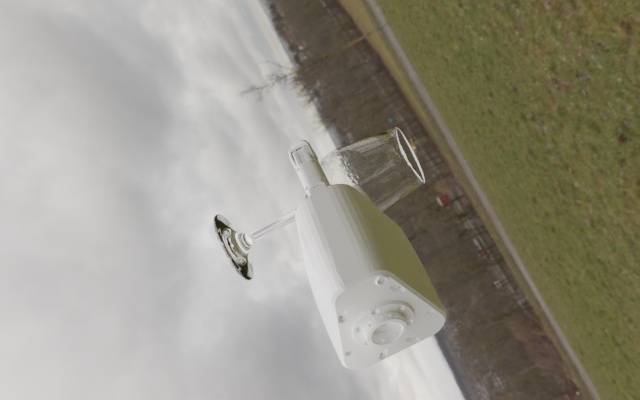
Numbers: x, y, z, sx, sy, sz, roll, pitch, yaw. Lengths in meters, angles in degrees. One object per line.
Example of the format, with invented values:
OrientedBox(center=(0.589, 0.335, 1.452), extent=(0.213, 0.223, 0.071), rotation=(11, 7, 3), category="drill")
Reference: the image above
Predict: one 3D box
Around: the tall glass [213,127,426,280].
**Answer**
OrientedBox(center=(-0.001, 0.002, 0.474), extent=(0.201, 0.079, 0.079), rotation=(-28, -2, 4), category="tall glass")
